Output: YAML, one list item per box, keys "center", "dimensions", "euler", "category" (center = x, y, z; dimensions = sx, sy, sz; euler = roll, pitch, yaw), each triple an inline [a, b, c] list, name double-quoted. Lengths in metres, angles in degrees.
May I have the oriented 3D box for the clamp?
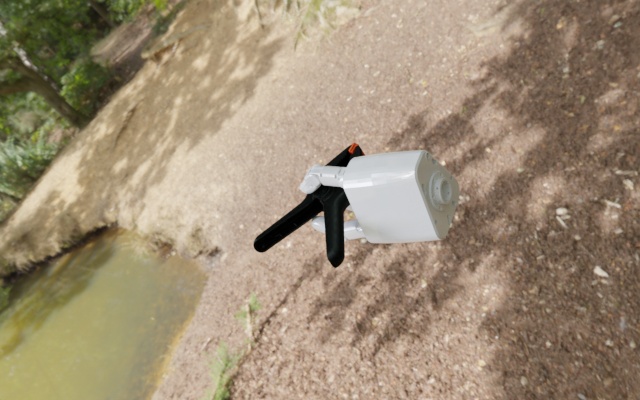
- center: [0.000, 0.001, 0.679]
  dimensions: [0.164, 0.210, 0.036]
  euler: [-2, -42, 40]
  category: "clamp"
